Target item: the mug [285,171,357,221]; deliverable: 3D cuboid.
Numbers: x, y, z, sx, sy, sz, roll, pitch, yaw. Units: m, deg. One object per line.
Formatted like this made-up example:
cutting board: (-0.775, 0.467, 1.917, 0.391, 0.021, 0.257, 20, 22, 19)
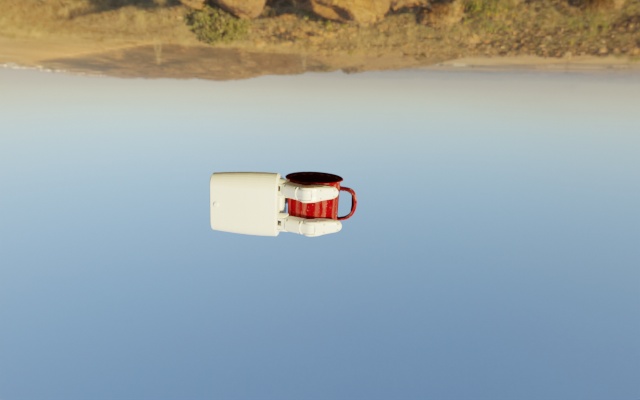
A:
mug: (0.002, 0.003, 0.770, 0.117, 0.081, 0.093, 4, 14, 5)
